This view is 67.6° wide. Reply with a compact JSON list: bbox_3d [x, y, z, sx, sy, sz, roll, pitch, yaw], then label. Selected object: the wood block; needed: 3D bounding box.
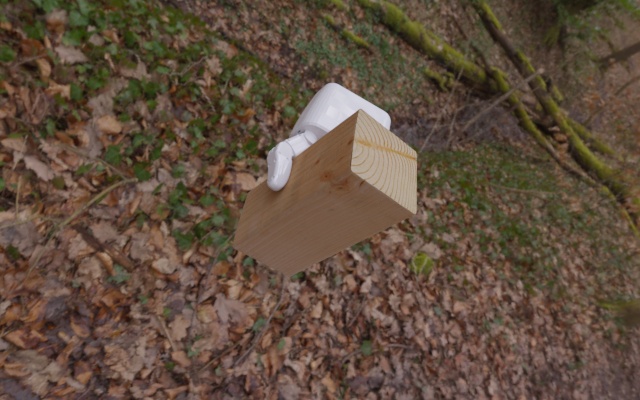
[{"bbox_3d":[0.000,0.001,0.542,0.091,0.090,0.206,33,-43,-26],"label":"wood block"}]
